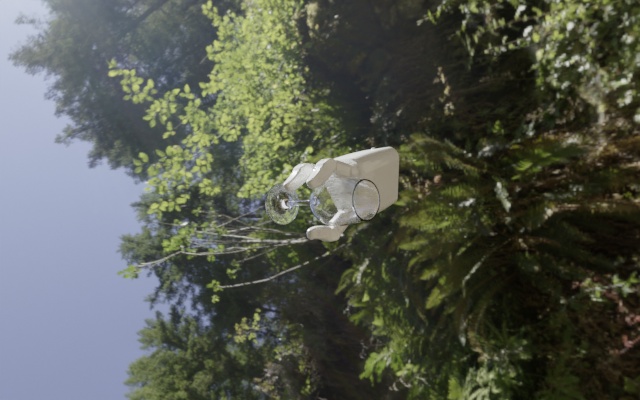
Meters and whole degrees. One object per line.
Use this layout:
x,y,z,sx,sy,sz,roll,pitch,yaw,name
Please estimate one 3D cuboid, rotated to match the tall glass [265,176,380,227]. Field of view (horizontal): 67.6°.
0.000,0.003,0.769,0.079,0.079,0.201,0,-2,-42,tall glass
